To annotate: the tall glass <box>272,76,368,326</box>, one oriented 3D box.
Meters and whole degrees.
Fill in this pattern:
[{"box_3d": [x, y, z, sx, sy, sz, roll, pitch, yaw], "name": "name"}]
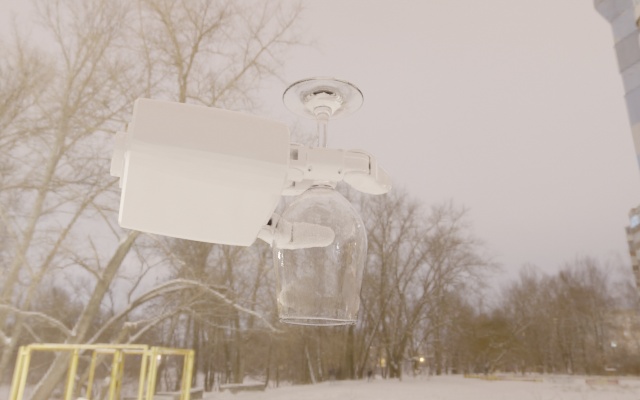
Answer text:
[{"box_3d": [0.000, 0.001, 0.405, 0.079, 0.201, 0.079, 1, -19, 0], "name": "tall glass"}]
